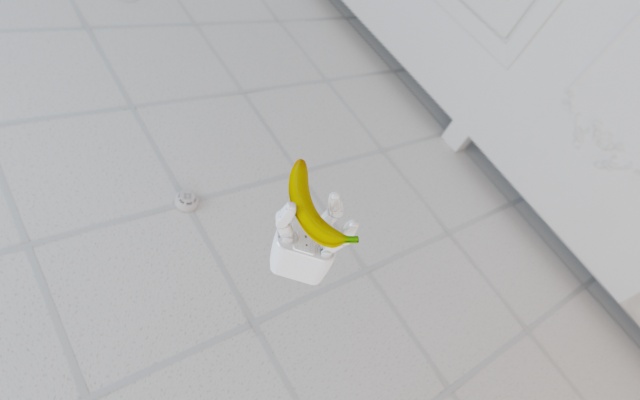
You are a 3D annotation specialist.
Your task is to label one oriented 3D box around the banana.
[{"bbox_3d":[-0.014,0.012,0.820,0.069,0.197,0.037,-23,-28,-21],"label":"banana"}]
